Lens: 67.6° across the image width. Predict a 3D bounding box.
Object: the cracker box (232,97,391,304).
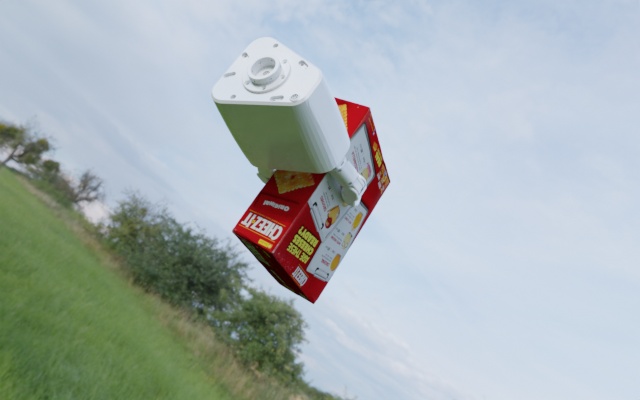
[{"bbox_3d":[0.000,0.002,0.613,0.072,0.213,0.164,23,-22,29],"label":"cracker box"}]
